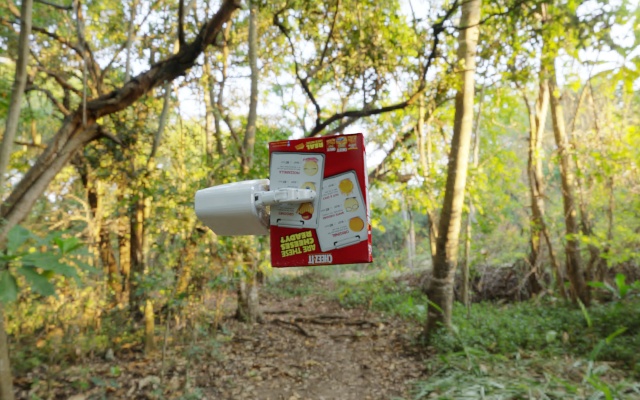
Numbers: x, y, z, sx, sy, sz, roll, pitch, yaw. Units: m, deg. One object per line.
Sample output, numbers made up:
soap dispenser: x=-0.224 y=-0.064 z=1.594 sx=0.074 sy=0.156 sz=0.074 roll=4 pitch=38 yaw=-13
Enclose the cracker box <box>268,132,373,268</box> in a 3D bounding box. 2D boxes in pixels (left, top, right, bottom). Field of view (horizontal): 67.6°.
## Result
cracker box: x=0.000 y=0.002 z=0.804 sx=0.164 sy=0.213 sz=0.072 roll=-5 pitch=-10 yaw=12
